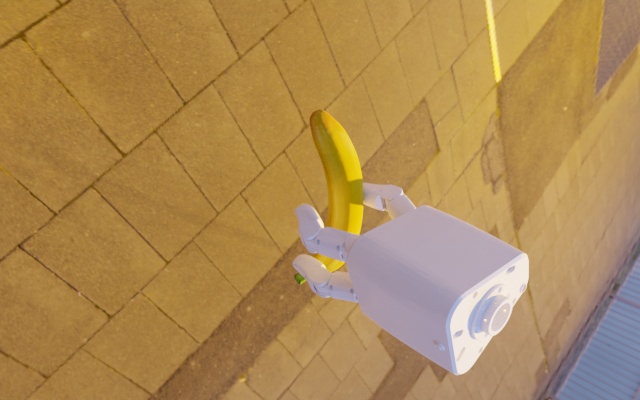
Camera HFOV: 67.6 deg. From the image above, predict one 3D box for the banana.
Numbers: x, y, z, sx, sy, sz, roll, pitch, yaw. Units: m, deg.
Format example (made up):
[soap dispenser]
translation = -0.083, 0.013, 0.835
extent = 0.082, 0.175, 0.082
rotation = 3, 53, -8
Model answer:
[banana]
translation = 0.015, 0.002, 0.502
extent = 0.069, 0.198, 0.037
rotation = -11, 28, -34
